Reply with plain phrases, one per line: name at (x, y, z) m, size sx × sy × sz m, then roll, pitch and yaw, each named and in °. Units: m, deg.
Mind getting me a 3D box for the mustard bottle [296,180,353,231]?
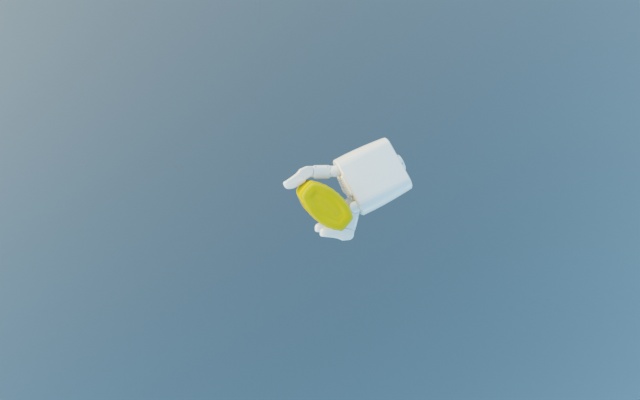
mustard bottle at (0.000, 0.003, 0.871) m, size 0.096 × 0.058 × 0.191 m, roll 39°, pitch -1°, yaw -8°
